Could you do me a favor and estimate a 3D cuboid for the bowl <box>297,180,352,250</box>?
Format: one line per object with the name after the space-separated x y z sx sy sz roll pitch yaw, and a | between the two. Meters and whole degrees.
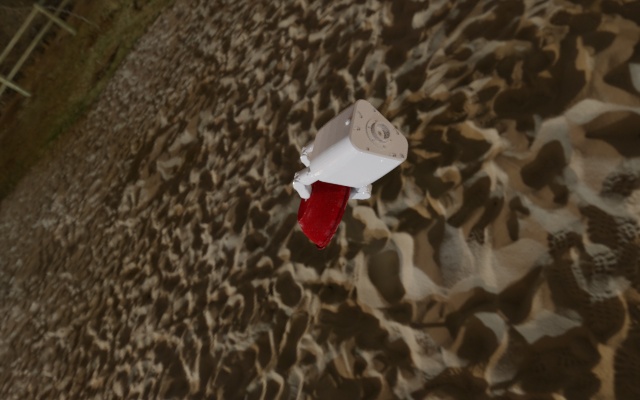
-0.001 0.003 0.852 0.055 0.162 0.162 19 -4 -12 | bowl
